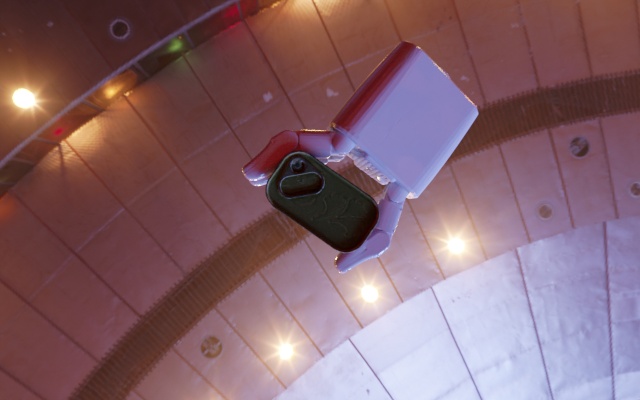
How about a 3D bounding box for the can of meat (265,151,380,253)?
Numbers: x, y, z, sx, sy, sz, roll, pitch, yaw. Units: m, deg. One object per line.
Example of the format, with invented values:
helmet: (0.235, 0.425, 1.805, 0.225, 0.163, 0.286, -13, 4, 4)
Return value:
can of meat: (0.000, 0.002, 0.462, 0.102, 0.057, 0.084, 35, -2, -2)
